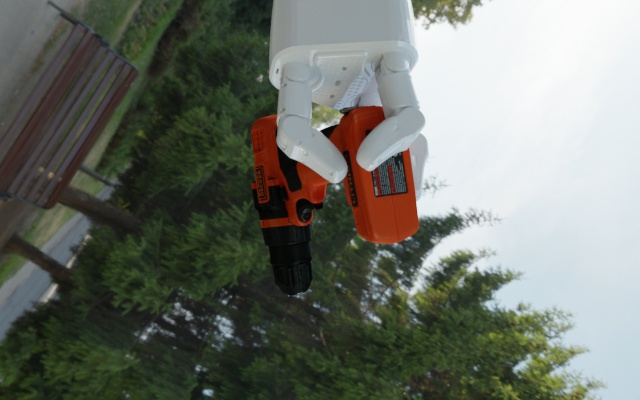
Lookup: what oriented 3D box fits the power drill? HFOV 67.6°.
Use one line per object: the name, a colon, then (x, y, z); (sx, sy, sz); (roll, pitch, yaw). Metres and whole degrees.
power drill: (0.000, 0.001, 0.430); (0.057, 0.184, 0.187); (-11, 2, -36)
